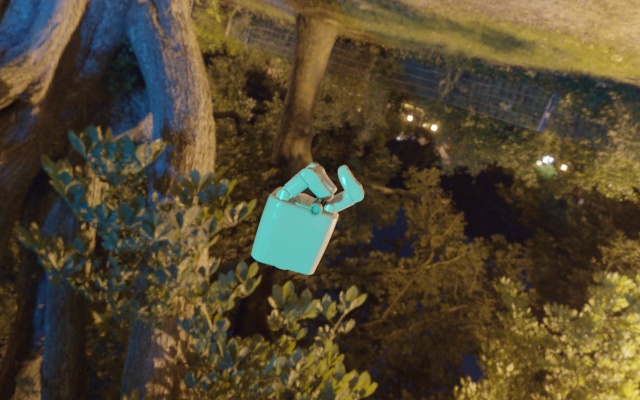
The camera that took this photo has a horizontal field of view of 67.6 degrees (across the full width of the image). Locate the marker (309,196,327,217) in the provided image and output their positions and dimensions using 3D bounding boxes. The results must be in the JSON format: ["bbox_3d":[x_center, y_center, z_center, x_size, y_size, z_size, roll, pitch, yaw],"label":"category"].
[{"bbox_3d":[0.000,0.002,0.732,0.020,0.020,0.121,0,11,8],"label":"marker"}]
